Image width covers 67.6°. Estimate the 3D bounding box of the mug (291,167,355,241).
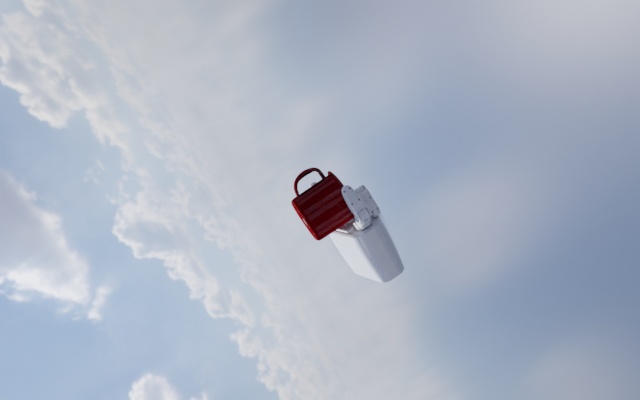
[{"bbox_3d":[-0.001,0.002,0.778,0.081,0.117,0.093,-34,18,-6],"label":"mug"}]
